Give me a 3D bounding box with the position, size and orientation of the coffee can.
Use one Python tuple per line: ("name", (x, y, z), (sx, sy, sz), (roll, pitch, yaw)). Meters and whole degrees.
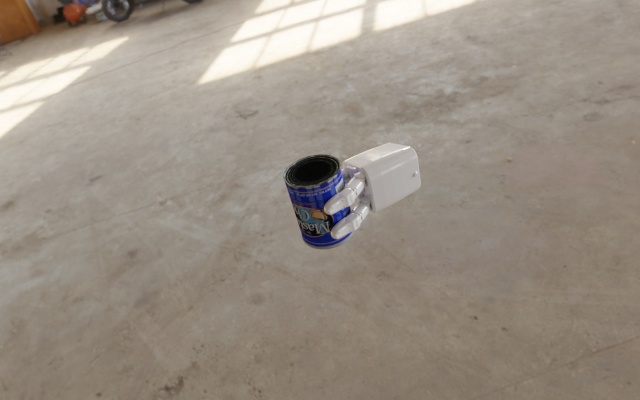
("coffee can", (0.000, 0.003, 0.861), (0.103, 0.140, 0.102), (-10, 35, 7))
